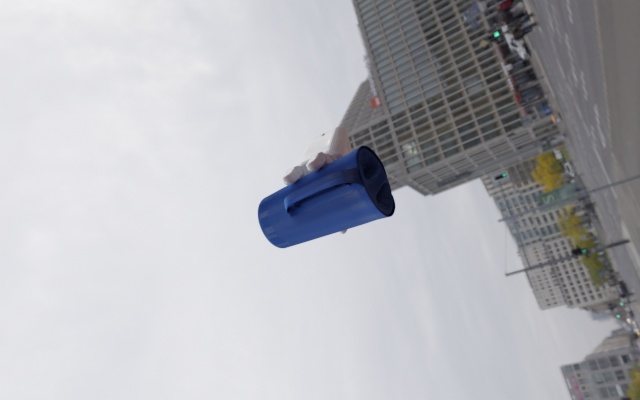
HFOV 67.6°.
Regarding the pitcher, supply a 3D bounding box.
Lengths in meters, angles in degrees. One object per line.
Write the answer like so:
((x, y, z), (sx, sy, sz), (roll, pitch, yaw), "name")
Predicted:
((0.000, 0.003, 0.875), (0.243, 0.149, 0.145), (-23, 30, 27), "pitcher")
